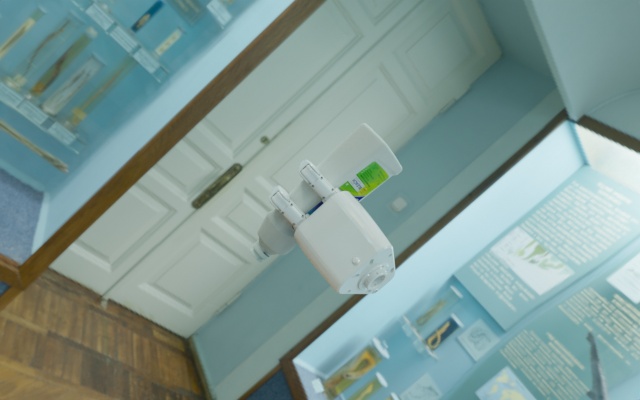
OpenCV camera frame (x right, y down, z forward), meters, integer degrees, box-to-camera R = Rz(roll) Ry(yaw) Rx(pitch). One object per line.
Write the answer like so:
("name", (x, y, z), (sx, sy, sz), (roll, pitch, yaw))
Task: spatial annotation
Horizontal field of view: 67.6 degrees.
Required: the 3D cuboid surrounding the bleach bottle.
("bleach bottle", (0.000, 0.002, 0.711), (0.068, 0.251, 0.103), (51, 6, 33))
